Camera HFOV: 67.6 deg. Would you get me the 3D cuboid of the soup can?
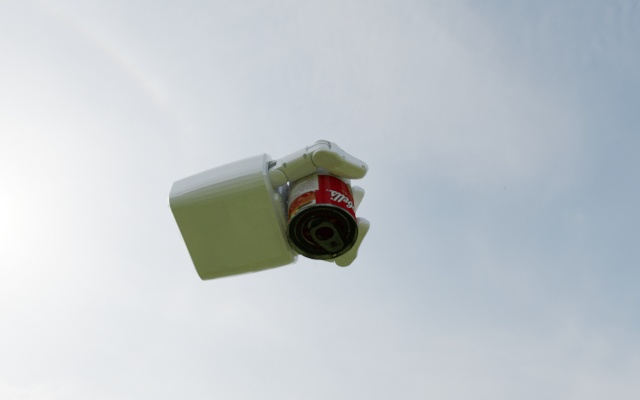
[{"bbox_3d":[0.001,0.001,0.486,0.068,0.069,0.102,0,36,-2],"label":"soup can"}]
